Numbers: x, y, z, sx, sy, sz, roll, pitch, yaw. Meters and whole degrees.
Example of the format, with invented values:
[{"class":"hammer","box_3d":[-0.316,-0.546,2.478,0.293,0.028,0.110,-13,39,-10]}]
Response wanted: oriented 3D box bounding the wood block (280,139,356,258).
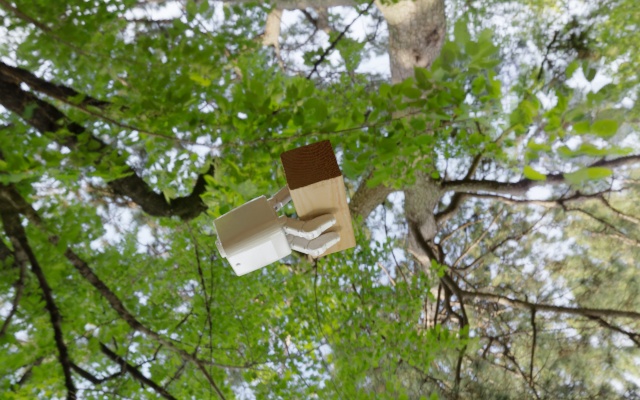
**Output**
[{"class":"wood block","box_3d":[0.000,0.003,0.855,0.090,0.090,0.206,-17,-39,-1]}]
